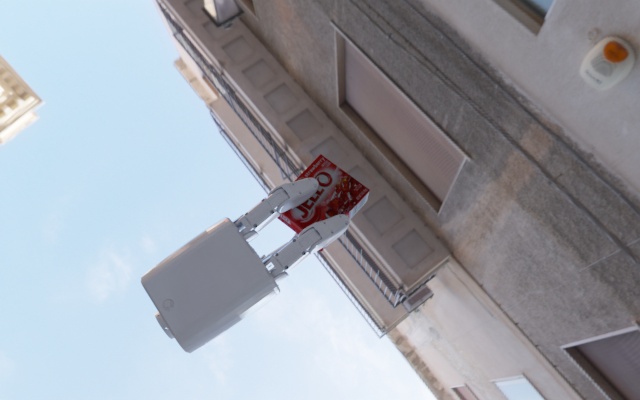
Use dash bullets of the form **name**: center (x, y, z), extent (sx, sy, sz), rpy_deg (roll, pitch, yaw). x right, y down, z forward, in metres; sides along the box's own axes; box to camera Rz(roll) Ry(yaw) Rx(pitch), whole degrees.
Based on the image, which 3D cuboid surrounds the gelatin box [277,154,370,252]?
- **gelatin box**: center (0.000, 0.002, 0.537), extent (0.073, 0.089, 0.030), rpy_deg (37, -23, 15)
